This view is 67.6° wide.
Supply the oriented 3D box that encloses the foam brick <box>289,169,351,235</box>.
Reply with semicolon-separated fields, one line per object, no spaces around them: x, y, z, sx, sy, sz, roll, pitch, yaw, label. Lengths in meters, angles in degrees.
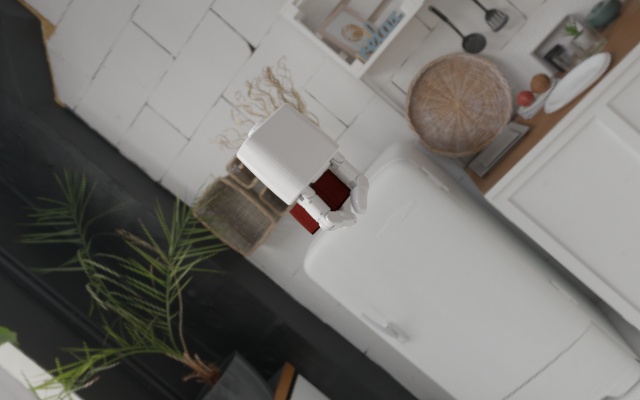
0.000;0.003;0.713;0.078;0.051;0.053;-47;1;42;foam brick
